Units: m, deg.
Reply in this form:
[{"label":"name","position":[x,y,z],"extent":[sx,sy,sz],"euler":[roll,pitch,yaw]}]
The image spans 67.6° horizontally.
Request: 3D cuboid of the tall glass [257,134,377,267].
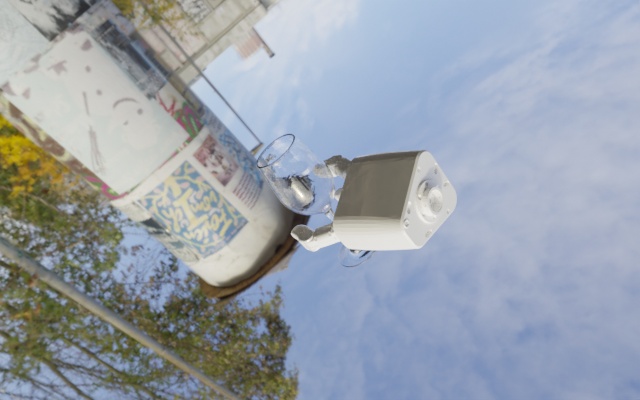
[{"label":"tall glass","position":[0.000,0.003,0.653],"extent":[0.079,0.079,0.201],"euler":[0,-41,51]}]
